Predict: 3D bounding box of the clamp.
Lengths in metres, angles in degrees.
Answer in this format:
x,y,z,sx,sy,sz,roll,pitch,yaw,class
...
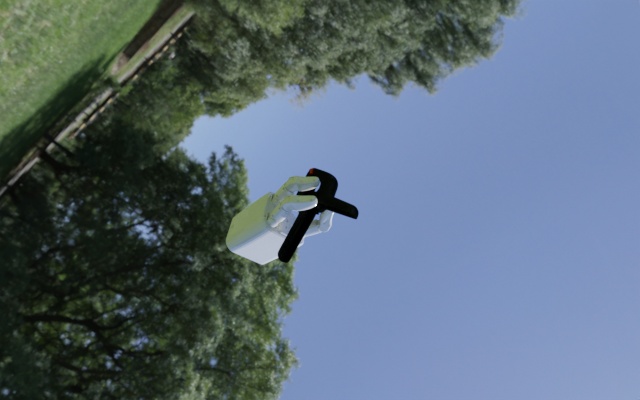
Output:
x,y,z,sx,sy,sz,roll,pitch,yaw,class
0.000,0.003,0.856,0.164,0.209,0.036,-29,-58,27,clamp
